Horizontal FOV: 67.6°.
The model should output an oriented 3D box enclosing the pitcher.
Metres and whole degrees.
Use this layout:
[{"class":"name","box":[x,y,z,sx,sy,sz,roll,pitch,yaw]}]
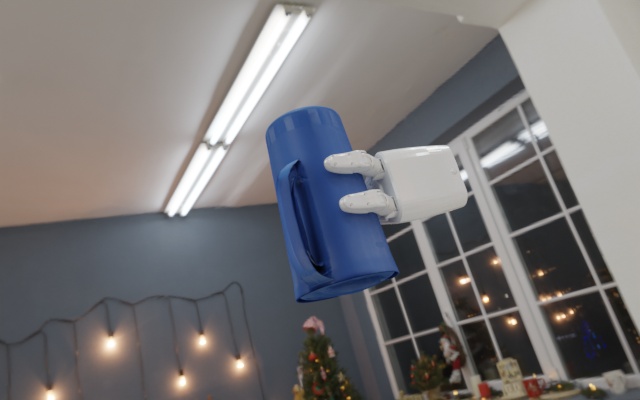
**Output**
[{"class":"pitcher","box":[0.000,0.002,0.617,0.145,0.242,0.149,-10,-19,-18]}]
